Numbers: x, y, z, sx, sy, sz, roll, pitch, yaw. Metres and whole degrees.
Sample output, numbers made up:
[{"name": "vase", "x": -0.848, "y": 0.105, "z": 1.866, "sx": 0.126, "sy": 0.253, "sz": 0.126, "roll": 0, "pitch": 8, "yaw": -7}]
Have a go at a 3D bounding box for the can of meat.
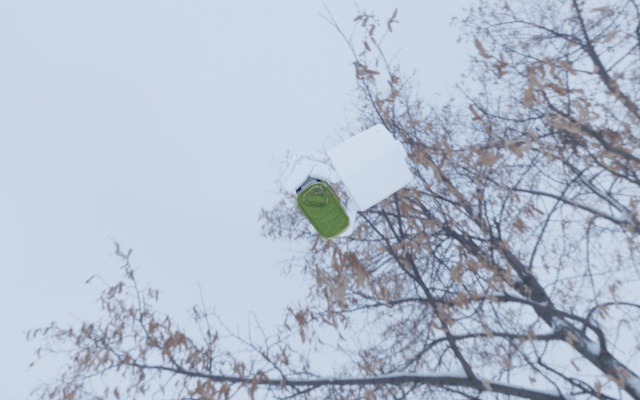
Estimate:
[{"name": "can of meat", "x": 0.000, "y": 0.003, "z": 0.805, "sx": 0.057, "sy": 0.102, "sz": 0.084, "roll": -33, "pitch": 23, "yaw": 7}]
